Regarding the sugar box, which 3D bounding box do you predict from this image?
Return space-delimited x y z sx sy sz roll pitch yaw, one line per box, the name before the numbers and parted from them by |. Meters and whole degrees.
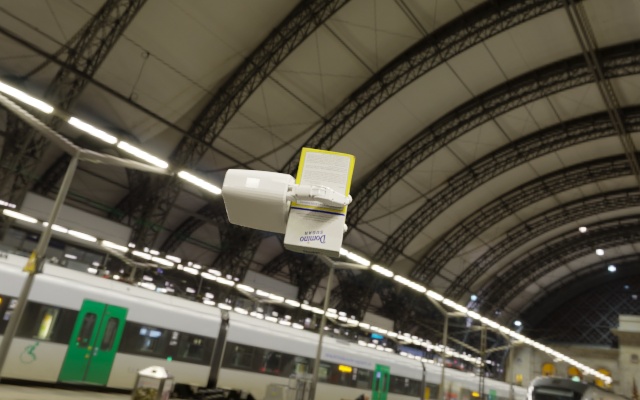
sugar box | 0.000 0.003 0.804 0.093 0.176 0.048 9 -20 5
